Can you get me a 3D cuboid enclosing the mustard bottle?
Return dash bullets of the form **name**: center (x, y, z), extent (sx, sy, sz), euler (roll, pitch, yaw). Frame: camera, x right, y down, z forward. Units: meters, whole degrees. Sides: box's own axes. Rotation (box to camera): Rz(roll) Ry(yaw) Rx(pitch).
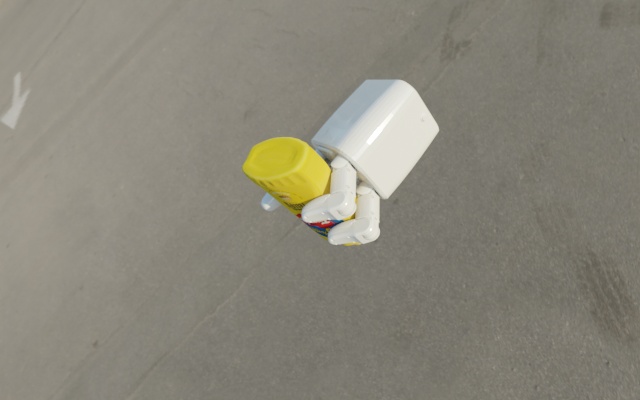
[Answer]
- **mustard bottle**: center (0.000, 0.002, 0.570), extent (0.096, 0.058, 0.192), euler (3, -28, 40)
